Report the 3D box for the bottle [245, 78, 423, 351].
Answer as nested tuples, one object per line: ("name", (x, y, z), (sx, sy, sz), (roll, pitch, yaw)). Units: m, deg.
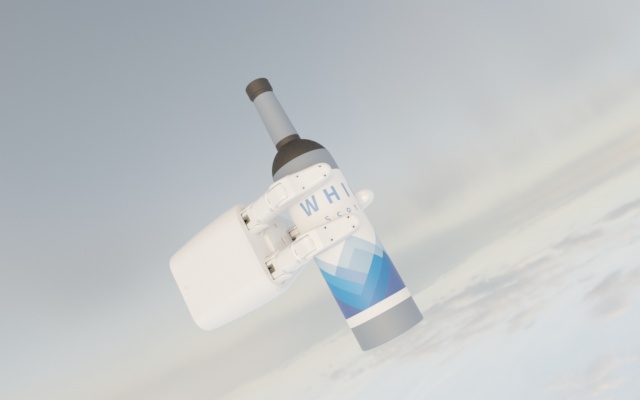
("bottle", (0.000, 0.002, 0.485), (0.069, 0.295, 0.069), (-27, -12, -6))
